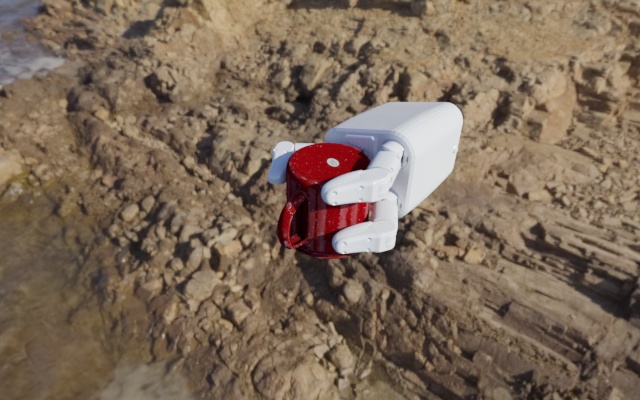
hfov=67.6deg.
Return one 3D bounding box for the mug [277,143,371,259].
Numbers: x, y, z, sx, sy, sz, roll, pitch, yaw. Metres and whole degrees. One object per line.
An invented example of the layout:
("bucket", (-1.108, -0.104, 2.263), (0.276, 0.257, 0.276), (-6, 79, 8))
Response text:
("mug", (-0.001, 0.002, 0.458), (0.093, 0.082, 0.117), (27, 43, 31))
